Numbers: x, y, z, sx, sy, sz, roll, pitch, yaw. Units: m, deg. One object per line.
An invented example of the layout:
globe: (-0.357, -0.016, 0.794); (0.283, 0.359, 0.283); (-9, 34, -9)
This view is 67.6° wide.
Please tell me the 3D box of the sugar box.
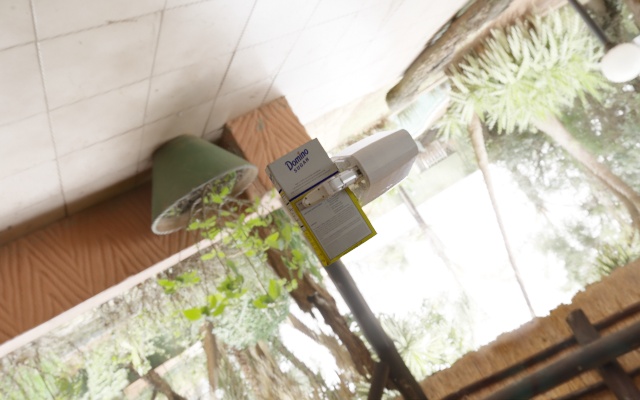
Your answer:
sugar box: (0.000, 0.003, 0.729); (0.093, 0.176, 0.048); (-31, -4, -15)
